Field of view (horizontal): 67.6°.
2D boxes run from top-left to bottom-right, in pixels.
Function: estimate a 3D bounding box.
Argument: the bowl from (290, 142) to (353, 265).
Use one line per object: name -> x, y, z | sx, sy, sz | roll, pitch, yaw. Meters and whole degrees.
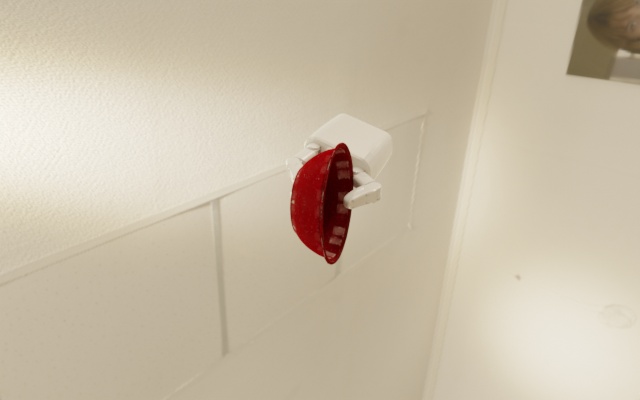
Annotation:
bowl -> -0.001, 0.002, 0.635 | 0.055, 0.162, 0.162 | 5, 1, 15
